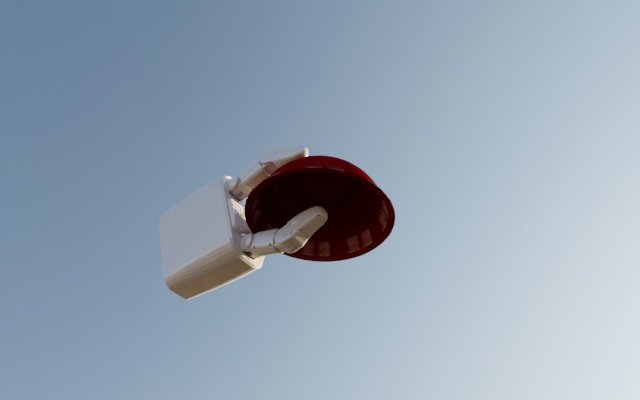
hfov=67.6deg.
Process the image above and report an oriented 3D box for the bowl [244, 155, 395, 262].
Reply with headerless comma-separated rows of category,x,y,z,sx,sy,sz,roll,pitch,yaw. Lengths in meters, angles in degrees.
bowl,0.001,0.001,0.528,0.162,0.055,0.162,2,-40,2
